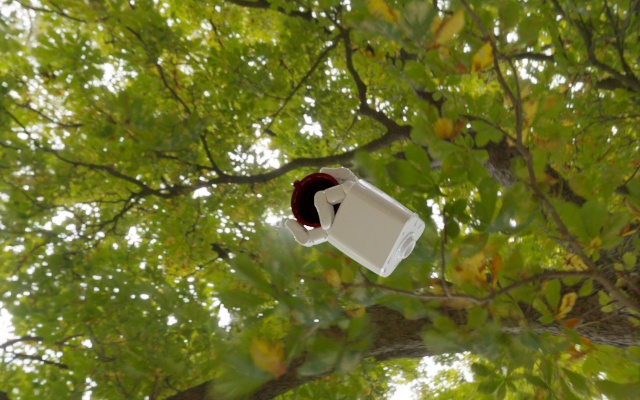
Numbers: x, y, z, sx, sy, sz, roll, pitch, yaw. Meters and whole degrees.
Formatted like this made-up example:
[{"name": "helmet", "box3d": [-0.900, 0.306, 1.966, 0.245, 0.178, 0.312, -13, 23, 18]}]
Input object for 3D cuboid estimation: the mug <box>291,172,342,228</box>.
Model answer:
[{"name": "mug", "box3d": [-0.001, 0.002, 0.817, 0.117, 0.093, 0.081, 34, 1, 29]}]
